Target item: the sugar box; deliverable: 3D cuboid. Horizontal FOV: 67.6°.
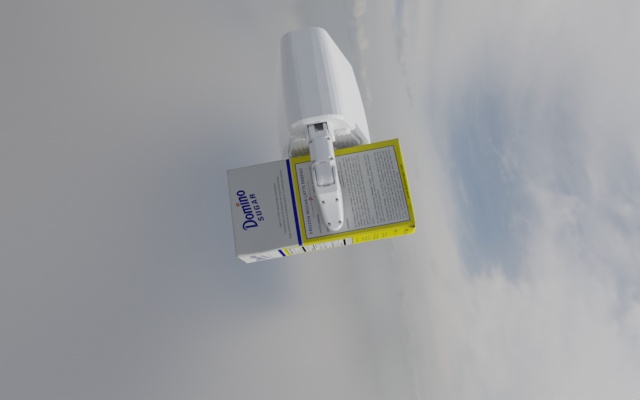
[{"bbox_3d":[0.000,0.002,0.481,0.176,0.093,0.048,-10,-17,5],"label":"sugar box"}]
